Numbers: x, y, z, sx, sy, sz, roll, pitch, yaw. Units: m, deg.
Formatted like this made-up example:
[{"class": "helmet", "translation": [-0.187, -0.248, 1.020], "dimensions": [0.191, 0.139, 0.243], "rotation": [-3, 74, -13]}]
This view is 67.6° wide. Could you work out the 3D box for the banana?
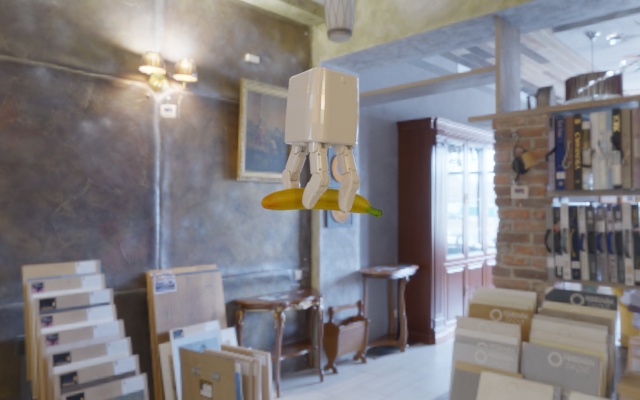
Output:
[{"class": "banana", "translation": [-0.003, 0.000, 0.763], "dimensions": [0.198, 0.037, 0.069], "rotation": [3, 8, -19]}]
